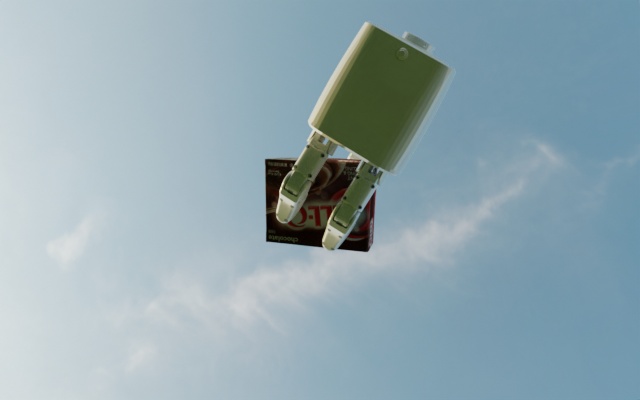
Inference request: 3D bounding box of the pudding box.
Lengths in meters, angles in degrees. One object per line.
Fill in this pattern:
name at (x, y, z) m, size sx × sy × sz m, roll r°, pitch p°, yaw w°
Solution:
pudding box at (0.000, 0.002, 0.494) m, size 0.113 × 0.090 × 0.039 m, roll 5°, pitch 12°, yaw 17°
